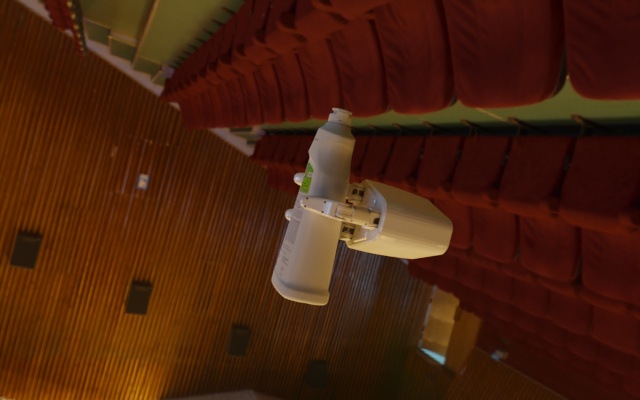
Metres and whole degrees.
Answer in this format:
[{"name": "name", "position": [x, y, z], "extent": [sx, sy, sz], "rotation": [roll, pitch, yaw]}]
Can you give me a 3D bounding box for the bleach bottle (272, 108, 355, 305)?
[{"name": "bleach bottle", "position": [0.000, 0.002, 0.634], "extent": [0.068, 0.251, 0.102], "rotation": [14, 2, -19]}]
